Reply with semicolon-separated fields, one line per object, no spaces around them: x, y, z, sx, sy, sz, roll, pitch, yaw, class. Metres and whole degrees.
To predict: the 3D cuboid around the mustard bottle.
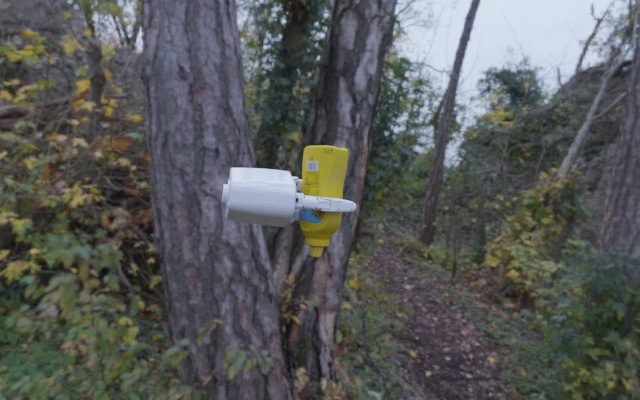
0.000;0.002;0.831;0.058;0.191;0.096;4;2;-37;mustard bottle
